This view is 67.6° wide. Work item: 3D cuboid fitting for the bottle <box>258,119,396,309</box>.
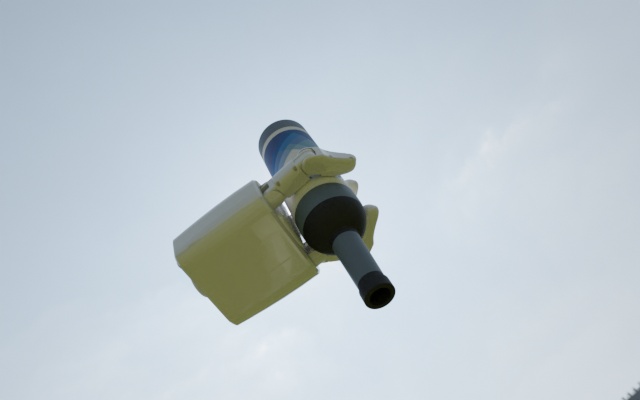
[{"bbox_3d":[0.000,0.001,0.495,0.069,0.069,0.295,0,31,-22],"label":"bottle"}]
